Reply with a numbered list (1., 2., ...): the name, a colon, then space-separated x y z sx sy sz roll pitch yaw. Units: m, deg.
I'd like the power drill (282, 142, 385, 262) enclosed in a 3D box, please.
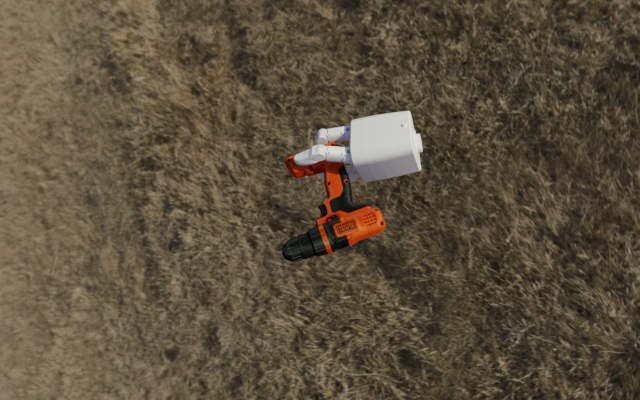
1. power drill: 0.000 0.002 0.845 0.184 0.187 0.057 -19 -19 -2
